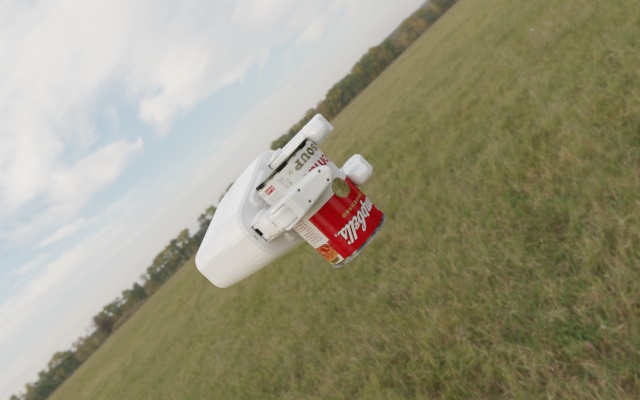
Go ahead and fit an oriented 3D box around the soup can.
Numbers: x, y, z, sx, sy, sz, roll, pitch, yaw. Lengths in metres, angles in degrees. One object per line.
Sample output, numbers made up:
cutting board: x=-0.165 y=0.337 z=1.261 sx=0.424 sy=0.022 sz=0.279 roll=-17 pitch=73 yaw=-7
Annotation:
soup can: x=0.000 y=0.001 z=0.434 sx=0.102 sy=0.068 sz=0.068 roll=45 pitch=-8 yaw=-8
